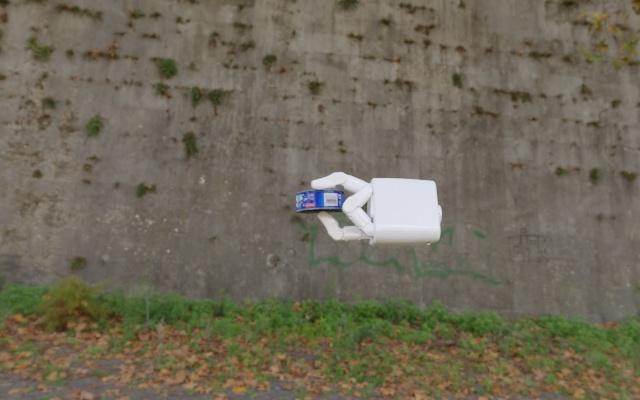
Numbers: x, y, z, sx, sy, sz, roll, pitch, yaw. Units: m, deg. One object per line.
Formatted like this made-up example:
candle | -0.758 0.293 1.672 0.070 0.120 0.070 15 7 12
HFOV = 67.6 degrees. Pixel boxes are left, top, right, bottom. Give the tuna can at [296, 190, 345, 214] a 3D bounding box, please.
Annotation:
tuna can | 0.000 0.002 0.830 0.086 0.033 0.086 -2 -6 0
